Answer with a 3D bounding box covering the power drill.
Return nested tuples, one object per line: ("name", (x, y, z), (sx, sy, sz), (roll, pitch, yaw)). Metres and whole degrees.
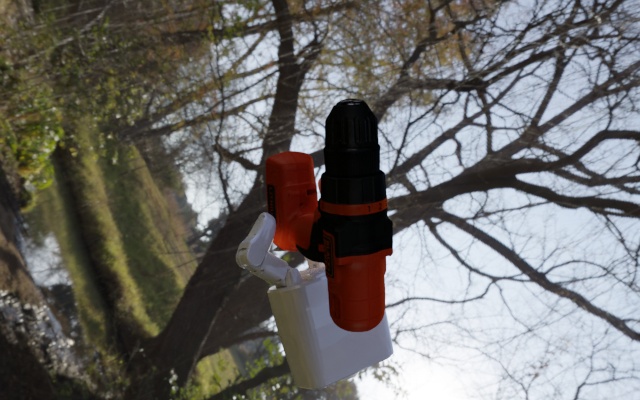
("power drill", (0.000, 0.002, 0.434), (0.057, 0.184, 0.187), (-6, 14, -20))
